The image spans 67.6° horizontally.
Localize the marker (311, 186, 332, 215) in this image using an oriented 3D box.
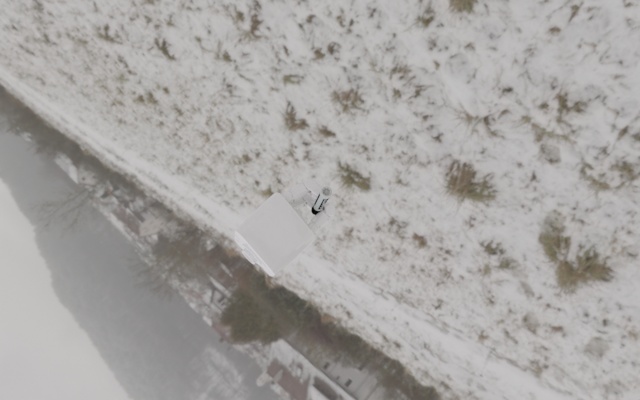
[{"bbox_3d":[0.000,0.003,0.857,0.020,0.020,0.121,0,-17,-10],"label":"marker"}]
